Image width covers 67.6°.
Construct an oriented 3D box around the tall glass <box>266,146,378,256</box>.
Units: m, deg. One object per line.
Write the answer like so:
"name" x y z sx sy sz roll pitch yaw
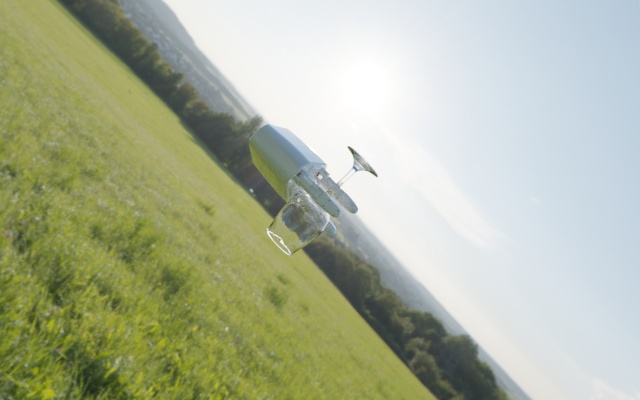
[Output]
"tall glass" 0.001 0.002 0.808 0.201 0.079 0.079 -44 0 0
